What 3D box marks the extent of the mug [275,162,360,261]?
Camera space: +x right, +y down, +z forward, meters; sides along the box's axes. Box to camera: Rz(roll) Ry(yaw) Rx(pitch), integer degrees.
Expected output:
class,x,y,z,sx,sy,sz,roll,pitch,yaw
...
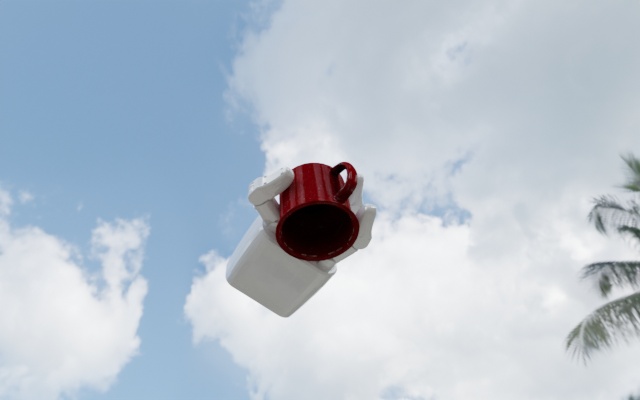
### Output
class,x,y,z,sx,sy,sz,roll,pitch,yaw
mug,0.001,0.001,0.548,0.093,0.117,0.081,25,33,-25
